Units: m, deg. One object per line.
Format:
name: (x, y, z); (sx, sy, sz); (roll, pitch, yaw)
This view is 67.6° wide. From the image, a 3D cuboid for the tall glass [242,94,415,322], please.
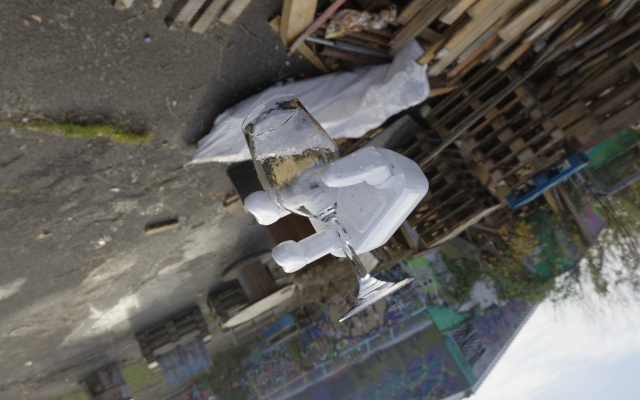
tall glass: (0.000, 0.002, 0.431); (0.079, 0.201, 0.079); (-28, -15, -8)
